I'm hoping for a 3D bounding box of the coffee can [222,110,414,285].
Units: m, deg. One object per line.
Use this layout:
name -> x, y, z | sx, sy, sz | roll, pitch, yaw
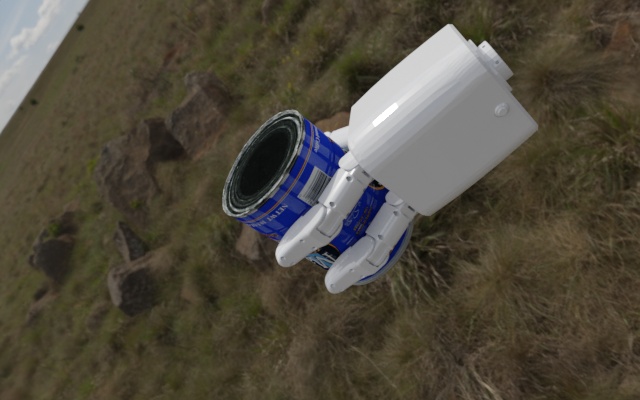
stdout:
coffee can -> 0.000, 0.002, 0.427 | 0.140, 0.102, 0.103 | 34, -19, -31
